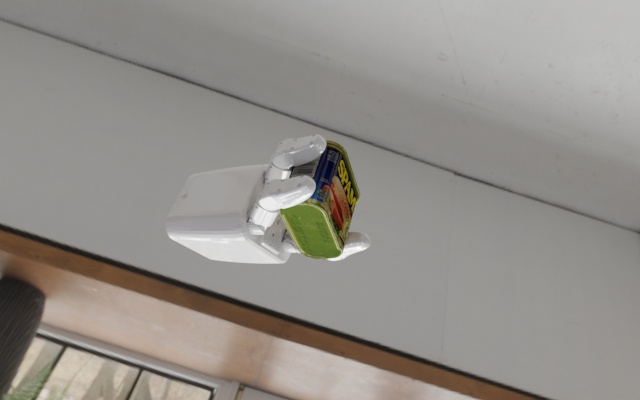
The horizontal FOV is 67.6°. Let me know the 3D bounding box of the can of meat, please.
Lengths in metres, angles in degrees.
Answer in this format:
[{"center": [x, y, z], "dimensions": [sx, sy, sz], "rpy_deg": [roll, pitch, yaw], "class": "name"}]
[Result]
[{"center": [0.000, 0.002, 0.508], "dimensions": [0.057, 0.084, 0.102], "rpy_deg": [0, -41, 21], "class": "can of meat"}]
